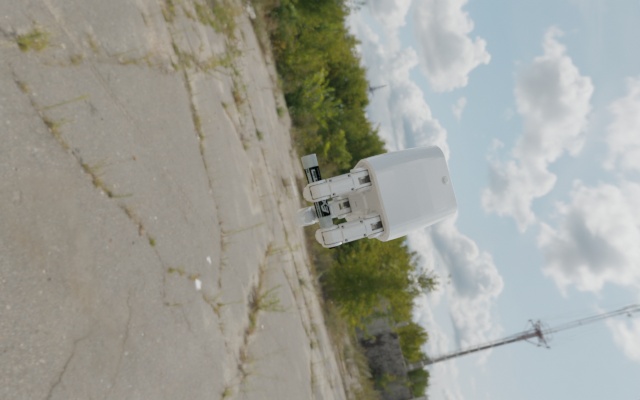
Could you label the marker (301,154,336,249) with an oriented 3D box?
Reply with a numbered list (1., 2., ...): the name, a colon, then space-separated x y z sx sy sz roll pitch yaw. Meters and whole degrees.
1. marker: 0.000 0.002 0.601 0.020 0.121 0.020 -15 2 1
